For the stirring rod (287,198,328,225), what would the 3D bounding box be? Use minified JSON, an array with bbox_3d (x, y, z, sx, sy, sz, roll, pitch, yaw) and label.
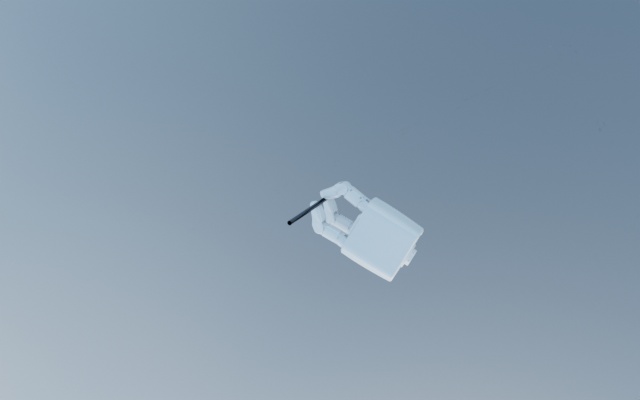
[{"bbox_3d":[0.000,0.003,0.871,0.011,0.011,0.239,0,16,26],"label":"stirring rod"}]
